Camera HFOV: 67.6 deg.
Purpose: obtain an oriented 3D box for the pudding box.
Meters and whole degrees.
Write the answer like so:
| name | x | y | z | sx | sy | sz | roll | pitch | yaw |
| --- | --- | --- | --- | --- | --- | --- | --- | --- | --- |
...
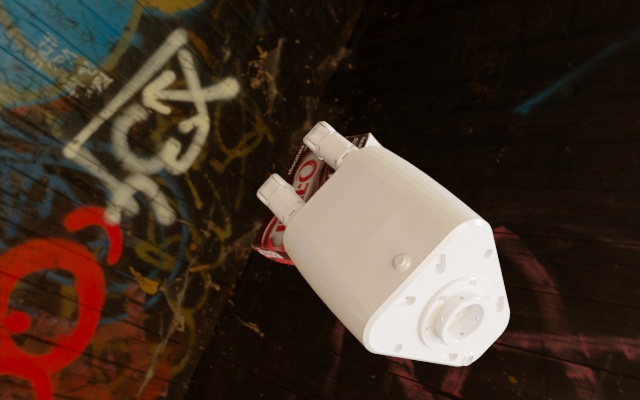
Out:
| name | x | y | z | sx | sy | sz | roll | pitch | yaw |
| --- | --- | --- | --- | --- | --- | --- | --- | --- | --- |
| pudding box | 0.000 | 0.001 | 0.406 | 0.090 | 0.113 | 0.039 | 1 | -32 | 48 |
